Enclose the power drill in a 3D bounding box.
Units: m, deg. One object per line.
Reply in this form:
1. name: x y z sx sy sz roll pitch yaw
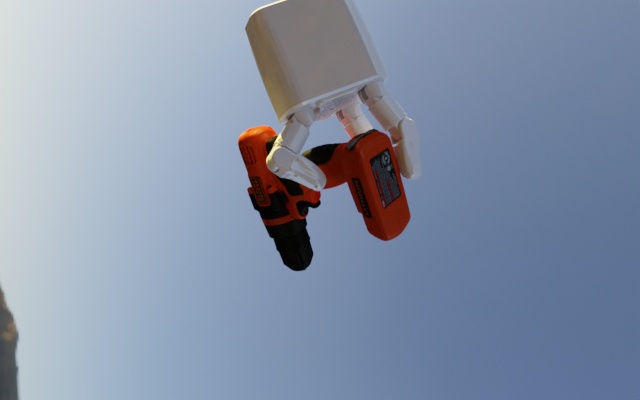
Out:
1. power drill: 0.000 0.001 0.521 0.187 0.184 0.057 -2 26 41
